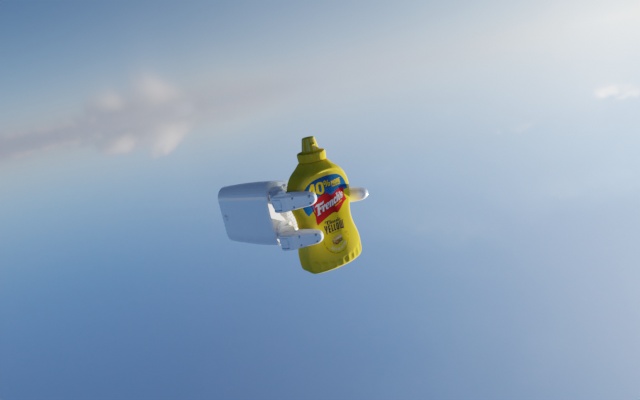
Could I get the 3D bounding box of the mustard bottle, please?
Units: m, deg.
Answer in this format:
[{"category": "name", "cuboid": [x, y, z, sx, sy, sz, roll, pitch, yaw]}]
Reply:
[{"category": "mustard bottle", "cuboid": [0.000, 0.003, 0.692, 0.096, 0.192, 0.058, -20, 16, -28]}]
